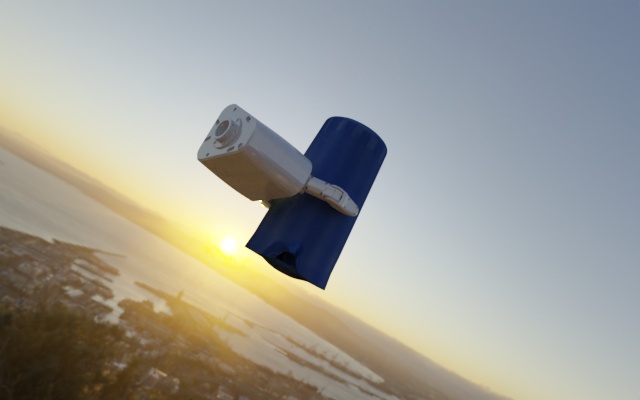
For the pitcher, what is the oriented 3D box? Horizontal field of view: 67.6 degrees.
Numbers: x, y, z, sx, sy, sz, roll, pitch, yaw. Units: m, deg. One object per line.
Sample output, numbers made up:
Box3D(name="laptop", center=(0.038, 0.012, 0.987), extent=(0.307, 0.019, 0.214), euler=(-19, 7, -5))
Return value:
Box3D(name="pitcher", center=(0.000, 0.002, 0.724), extent=(0.149, 0.243, 0.145), euler=(17, -16, 47))
